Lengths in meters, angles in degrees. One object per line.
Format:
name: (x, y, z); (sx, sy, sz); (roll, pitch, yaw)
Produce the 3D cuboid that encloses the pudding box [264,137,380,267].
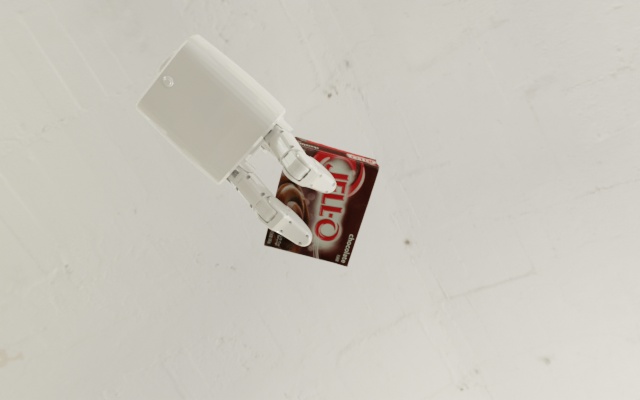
pudding box: (0.000, 0.002, 0.483); (0.090, 0.113, 0.039); (15, 20, -3)
